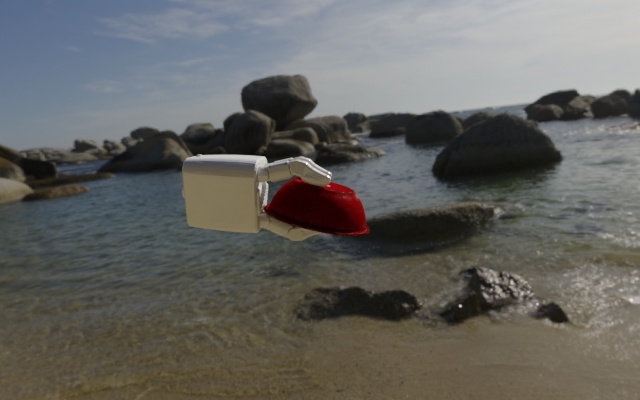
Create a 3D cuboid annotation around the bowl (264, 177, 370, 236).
[{"bbox_3d":[0.001,0.002,0.708,0.162,0.055,0.162,12,10,-2],"label":"bowl"}]
